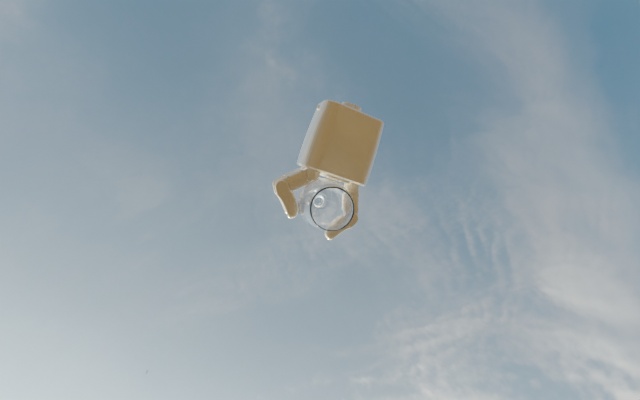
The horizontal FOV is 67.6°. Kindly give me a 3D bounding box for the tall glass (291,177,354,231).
[{"bbox_3d":[0.000,0.003,0.744,0.079,0.079,0.201,0,6,-9],"label":"tall glass"}]
